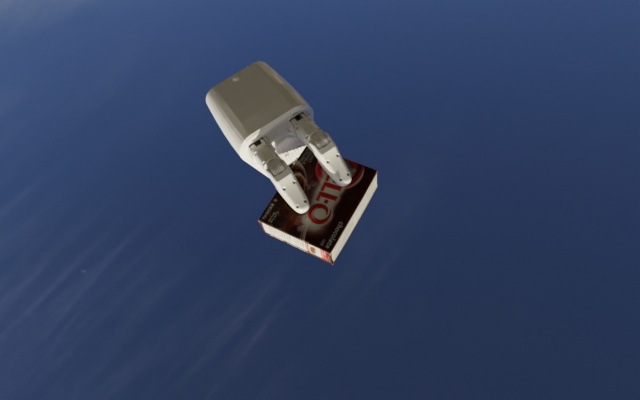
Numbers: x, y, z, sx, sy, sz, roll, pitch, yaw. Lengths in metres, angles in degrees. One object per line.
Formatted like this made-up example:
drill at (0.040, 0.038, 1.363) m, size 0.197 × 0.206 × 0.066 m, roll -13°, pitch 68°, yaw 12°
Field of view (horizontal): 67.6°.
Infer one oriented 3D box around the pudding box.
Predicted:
pudding box at (0.000, 0.002, 0.528) m, size 0.090 × 0.113 × 0.039 m, roll 22°, pitch -21°, yaw 20°
